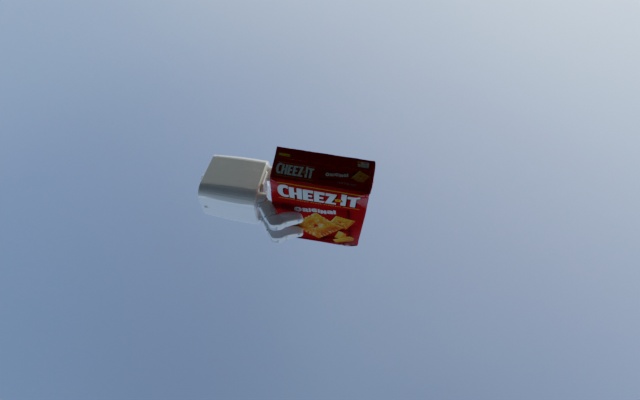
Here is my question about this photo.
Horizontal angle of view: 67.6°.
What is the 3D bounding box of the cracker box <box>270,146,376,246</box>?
[{"bbox_3d":[0.000,0.003,0.845,0.164,0.072,0.214,8,-28,3],"label":"cracker box"}]
